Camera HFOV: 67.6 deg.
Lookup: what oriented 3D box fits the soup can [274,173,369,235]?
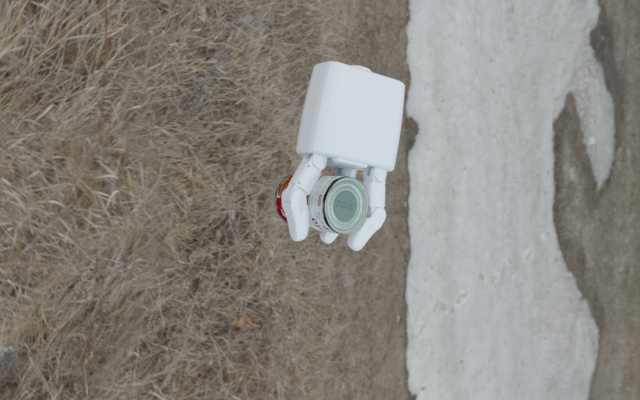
[{"bbox_3d":[0.000,0.002,0.573,0.068,0.068,0.102,0,4,-37],"label":"soup can"}]
